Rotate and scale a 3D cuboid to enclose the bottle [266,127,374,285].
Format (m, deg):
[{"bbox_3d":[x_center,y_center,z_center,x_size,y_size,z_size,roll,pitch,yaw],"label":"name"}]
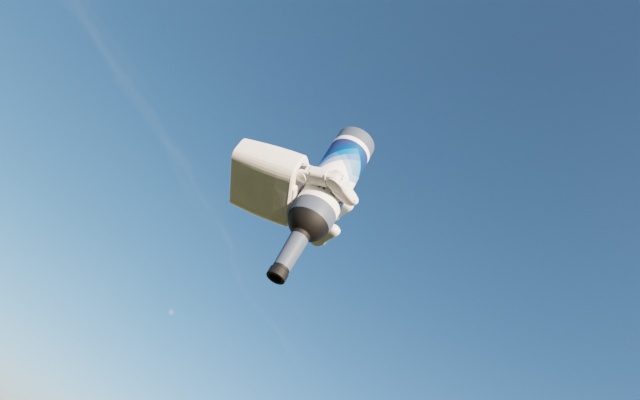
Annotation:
[{"bbox_3d":[0.000,0.002,0.717,0.069,0.069,0.295,0,43,34],"label":"bottle"}]
